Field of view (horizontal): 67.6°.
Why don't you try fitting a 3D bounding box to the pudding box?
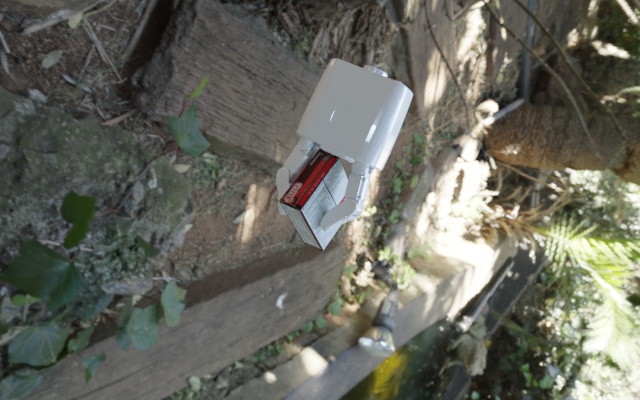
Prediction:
[{"bbox_3d":[0.000,0.002,0.626,0.039,0.090,0.114,25,-23,32],"label":"pudding box"}]
